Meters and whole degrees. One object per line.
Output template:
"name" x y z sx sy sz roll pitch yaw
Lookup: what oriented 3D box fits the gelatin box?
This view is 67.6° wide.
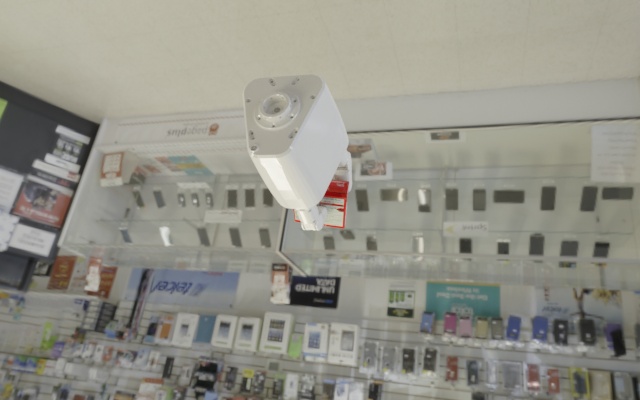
"gelatin box" 0.000 0.003 0.650 0.073 0.030 0.089 7 -30 5
